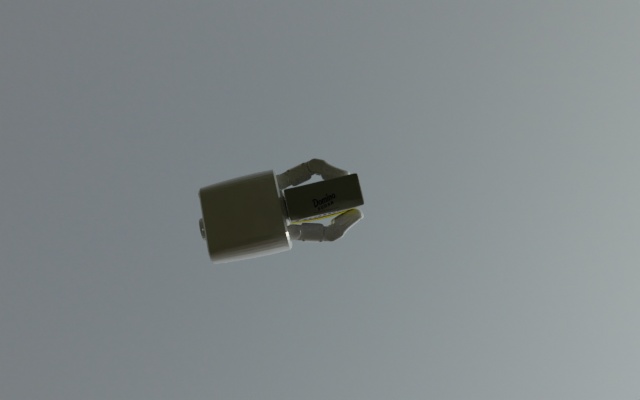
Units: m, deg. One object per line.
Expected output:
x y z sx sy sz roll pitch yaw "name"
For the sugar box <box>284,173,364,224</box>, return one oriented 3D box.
0.000 0.003 0.648 0.093 0.048 0.176 -13 -1 -3 "sugar box"
